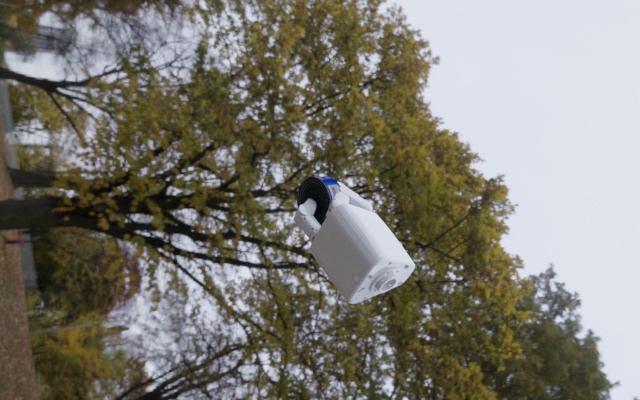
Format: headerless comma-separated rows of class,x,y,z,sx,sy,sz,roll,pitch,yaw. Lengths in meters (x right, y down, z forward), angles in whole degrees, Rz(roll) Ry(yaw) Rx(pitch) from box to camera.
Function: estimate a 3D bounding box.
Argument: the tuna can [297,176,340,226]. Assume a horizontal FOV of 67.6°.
tuna can,0.001,0.002,0.785,0.034,0.086,0.086,-7,4,-40
